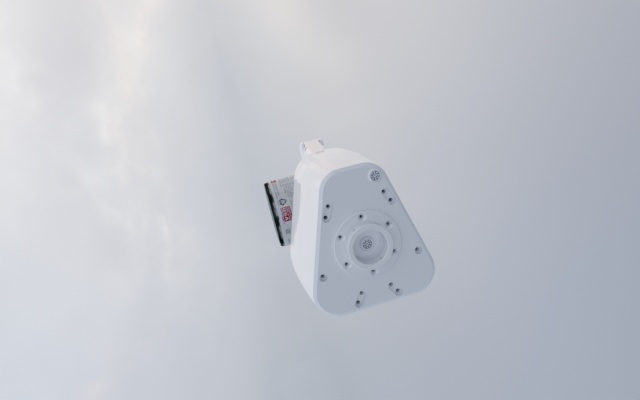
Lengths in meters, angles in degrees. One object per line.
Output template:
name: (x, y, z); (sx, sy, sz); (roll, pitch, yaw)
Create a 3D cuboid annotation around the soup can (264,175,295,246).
soup can: (0.000, 0.001, 0.483); (0.102, 0.068, 0.068); (-15, 2, -7)
